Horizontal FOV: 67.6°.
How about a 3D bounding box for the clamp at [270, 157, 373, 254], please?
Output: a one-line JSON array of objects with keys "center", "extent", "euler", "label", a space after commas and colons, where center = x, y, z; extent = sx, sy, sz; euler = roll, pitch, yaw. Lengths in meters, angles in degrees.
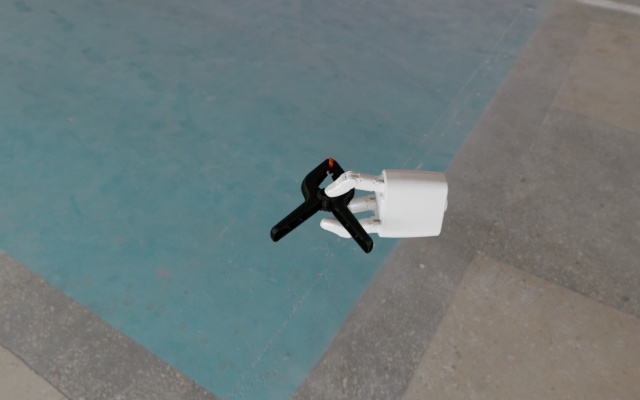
[{"center": [0.000, 0.002, 0.819], "extent": [0.164, 0.209, 0.036], "euler": [3, -45, -5], "label": "clamp"}]
